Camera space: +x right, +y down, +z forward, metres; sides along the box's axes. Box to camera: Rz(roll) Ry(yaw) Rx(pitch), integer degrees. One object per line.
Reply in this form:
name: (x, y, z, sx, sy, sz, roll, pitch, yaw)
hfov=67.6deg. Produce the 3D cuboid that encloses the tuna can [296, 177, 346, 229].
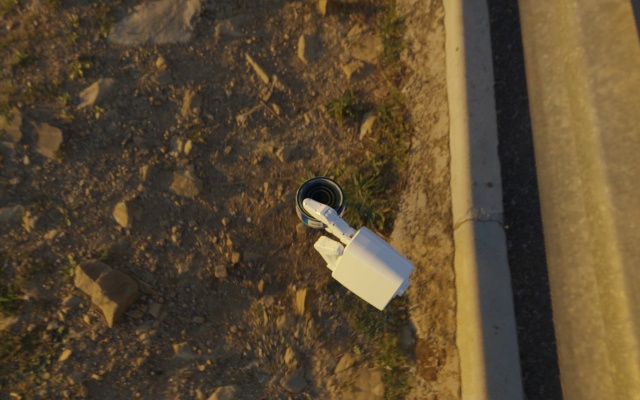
tuna can: (0.000, 0.002, 0.815, 0.086, 0.086, 0.034, 0, -25, 0)
